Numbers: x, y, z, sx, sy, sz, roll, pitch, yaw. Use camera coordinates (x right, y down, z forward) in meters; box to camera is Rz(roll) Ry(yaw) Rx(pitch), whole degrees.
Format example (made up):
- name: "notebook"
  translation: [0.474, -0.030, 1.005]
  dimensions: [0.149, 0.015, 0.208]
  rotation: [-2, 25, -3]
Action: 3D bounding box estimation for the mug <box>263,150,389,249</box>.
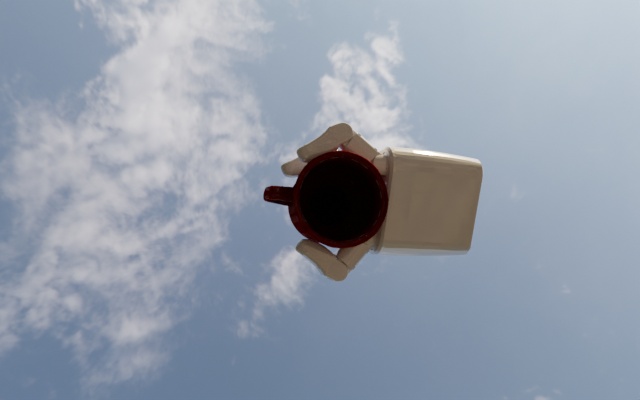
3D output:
- name: "mug"
  translation: [-0.001, 0.002, 0.485]
  dimensions: [0.117, 0.093, 0.081]
  rotation: [5, -7, -12]
